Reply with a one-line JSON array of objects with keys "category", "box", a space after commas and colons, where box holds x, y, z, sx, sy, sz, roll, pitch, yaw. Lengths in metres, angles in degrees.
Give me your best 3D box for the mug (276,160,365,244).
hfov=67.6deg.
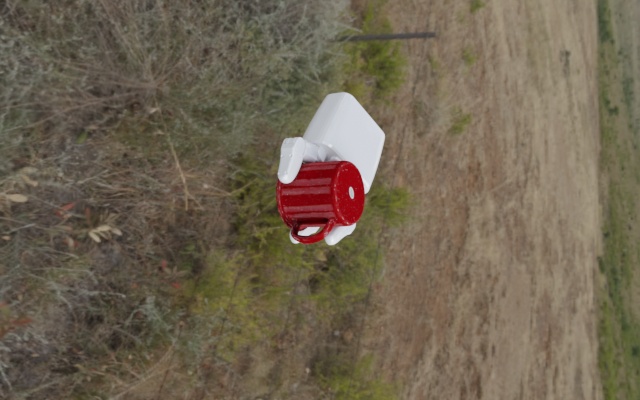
[{"category": "mug", "box": [0.000, 0.003, 0.597, 0.081, 0.117, 0.093, -3, -39, 32]}]
